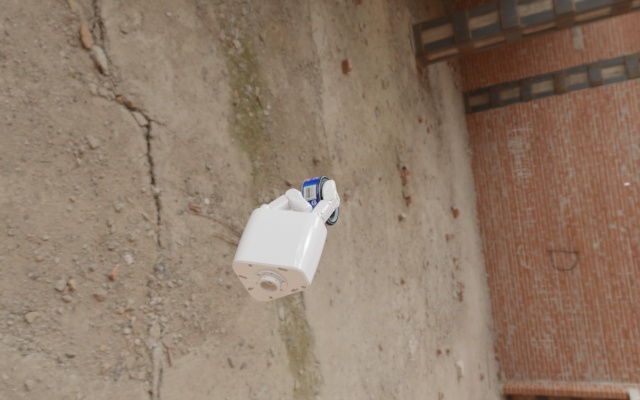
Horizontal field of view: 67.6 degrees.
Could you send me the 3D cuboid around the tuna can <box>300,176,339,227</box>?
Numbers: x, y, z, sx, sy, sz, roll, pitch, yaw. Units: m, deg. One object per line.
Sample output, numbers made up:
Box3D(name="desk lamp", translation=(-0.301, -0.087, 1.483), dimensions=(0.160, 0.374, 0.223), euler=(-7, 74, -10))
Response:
Box3D(name="tuna can", translation=(0.001, 0.002, 0.802), dimensions=(0.034, 0.086, 0.086), euler=(-12, -4, 22))
